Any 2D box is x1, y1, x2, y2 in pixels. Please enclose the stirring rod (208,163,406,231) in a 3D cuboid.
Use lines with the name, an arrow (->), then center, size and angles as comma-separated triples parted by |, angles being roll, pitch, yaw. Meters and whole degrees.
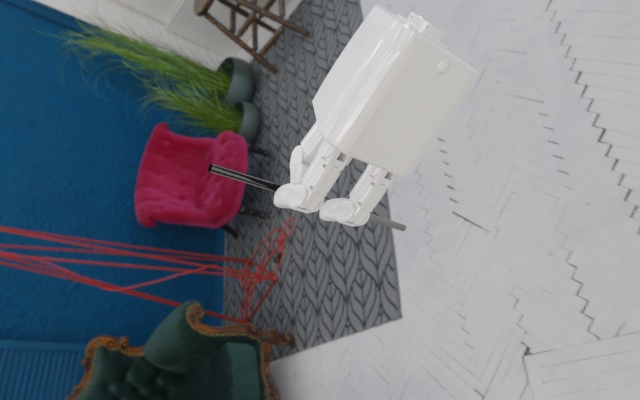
stirring rod -> 0.000, 0.002, 0.478 | 0.239, 0.011, 0.011 | 17, -10, -34
